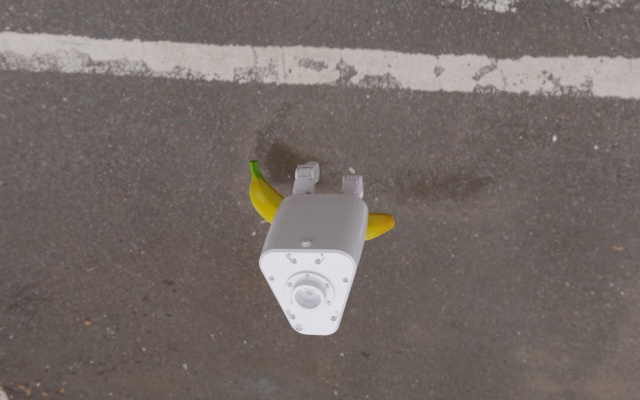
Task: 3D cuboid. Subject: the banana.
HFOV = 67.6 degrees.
[{"bbox_3d":[-0.009,0.017,0.597,0.198,0.070,0.037,22,19,2],"label":"banana"}]
